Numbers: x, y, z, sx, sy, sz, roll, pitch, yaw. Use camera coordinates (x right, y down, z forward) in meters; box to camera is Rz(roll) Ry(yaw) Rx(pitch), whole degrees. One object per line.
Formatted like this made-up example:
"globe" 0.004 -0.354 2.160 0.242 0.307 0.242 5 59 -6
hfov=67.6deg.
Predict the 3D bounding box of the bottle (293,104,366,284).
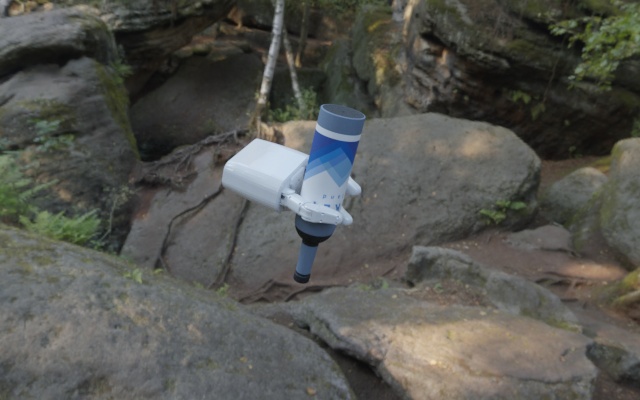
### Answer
"bottle" 0.000 0.002 0.745 0.069 0.296 0.069 12 24 -5
